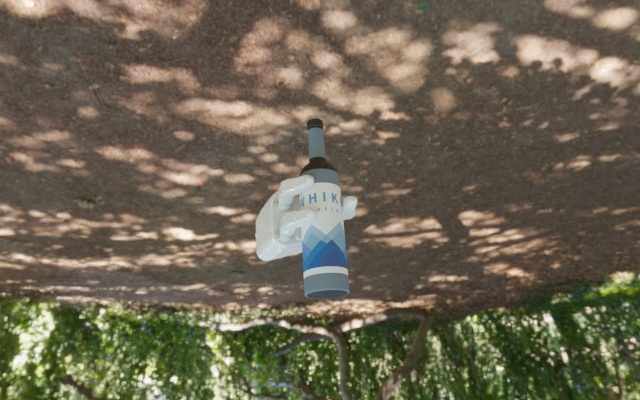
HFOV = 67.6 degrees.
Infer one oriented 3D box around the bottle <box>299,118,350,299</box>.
[{"bbox_3d":[0.000,0.003,0.758,0.069,0.295,0.069,-4,-22,-1],"label":"bottle"}]
